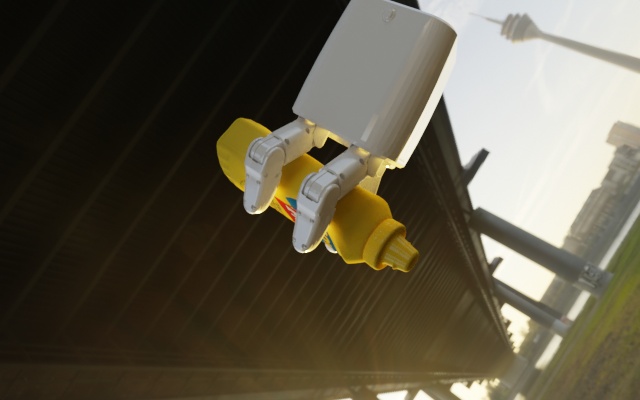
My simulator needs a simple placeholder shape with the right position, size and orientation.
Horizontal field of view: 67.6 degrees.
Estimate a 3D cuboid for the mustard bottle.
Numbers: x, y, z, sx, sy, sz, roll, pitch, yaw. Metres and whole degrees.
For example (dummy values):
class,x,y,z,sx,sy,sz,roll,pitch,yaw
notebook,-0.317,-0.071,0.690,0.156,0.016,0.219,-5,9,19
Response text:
class,x,y,z,sx,sy,sz,roll,pitch,yaw
mustard bottle,0.000,0.001,0.407,0.191,0.058,0.096,32,-15,29
